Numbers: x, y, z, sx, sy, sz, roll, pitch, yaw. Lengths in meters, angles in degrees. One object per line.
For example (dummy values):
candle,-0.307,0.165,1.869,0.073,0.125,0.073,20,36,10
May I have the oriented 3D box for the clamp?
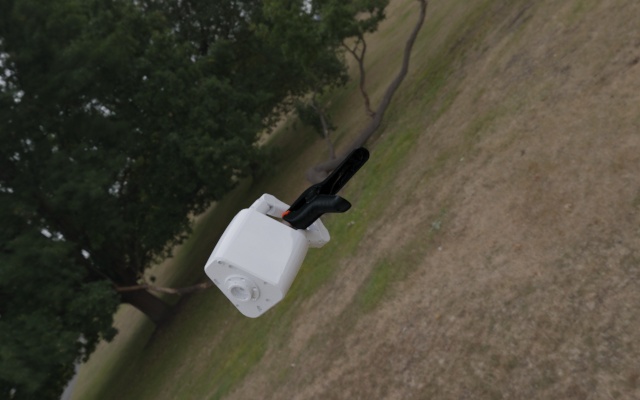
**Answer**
clamp,0.000,0.002,0.684,0.171,0.039,0.120,-41,14,36
